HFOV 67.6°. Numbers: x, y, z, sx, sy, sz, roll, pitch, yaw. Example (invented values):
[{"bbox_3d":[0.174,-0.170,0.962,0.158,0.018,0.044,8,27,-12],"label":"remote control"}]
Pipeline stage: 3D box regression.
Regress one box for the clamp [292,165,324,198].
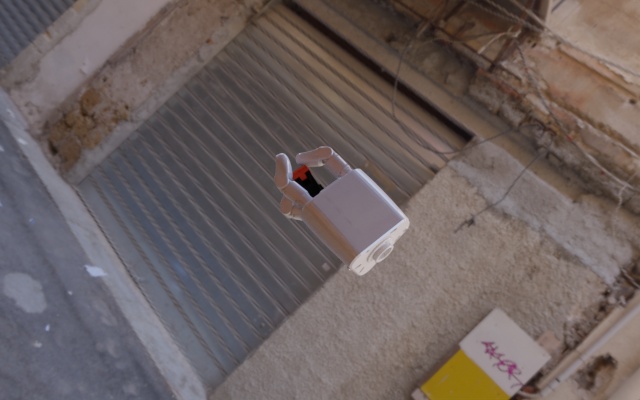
[{"bbox_3d":[0.000,0.002,0.770,0.039,0.120,0.171,-42,-24,-1],"label":"clamp"}]
